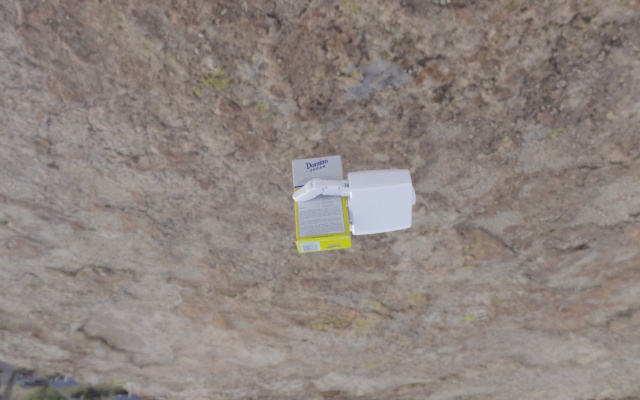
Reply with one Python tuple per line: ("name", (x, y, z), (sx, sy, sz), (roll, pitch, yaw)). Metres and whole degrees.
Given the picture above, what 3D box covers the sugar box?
("sugar box", (0.000, 0.003, 0.852), (0.093, 0.176, 0.048), (-5, -37, 2))
